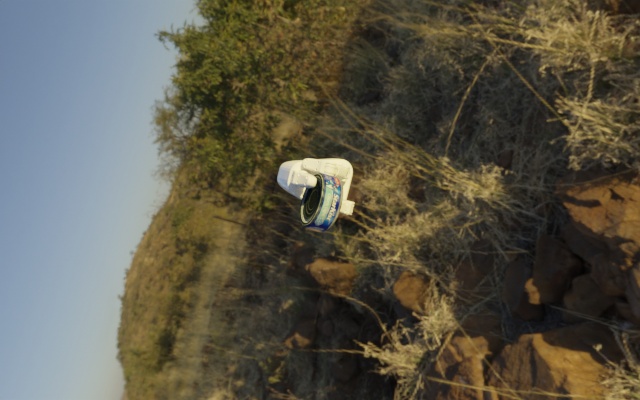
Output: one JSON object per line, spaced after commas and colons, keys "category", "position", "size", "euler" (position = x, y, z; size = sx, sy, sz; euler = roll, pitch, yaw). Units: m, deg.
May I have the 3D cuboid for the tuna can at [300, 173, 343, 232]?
{"category": "tuna can", "position": [0.000, 0.002, 0.728], "size": [0.034, 0.086, 0.086], "euler": [16, -6, -21]}
